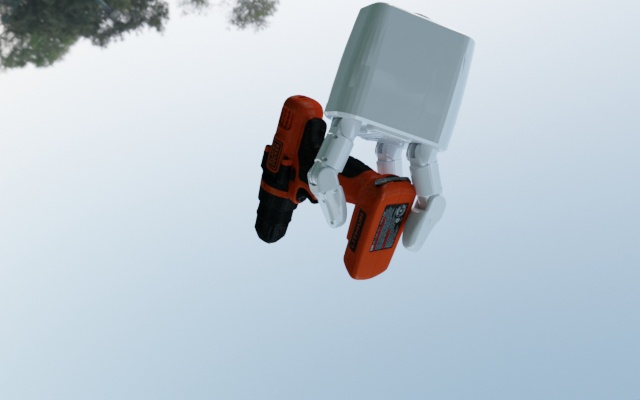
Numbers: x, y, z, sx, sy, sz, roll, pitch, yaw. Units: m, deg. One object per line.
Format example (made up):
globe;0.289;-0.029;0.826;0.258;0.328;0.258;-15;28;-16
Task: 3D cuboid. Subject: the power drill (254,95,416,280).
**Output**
power drill;0.000;0.002;0.509;0.057;0.184;0.187;-9;35;-42
